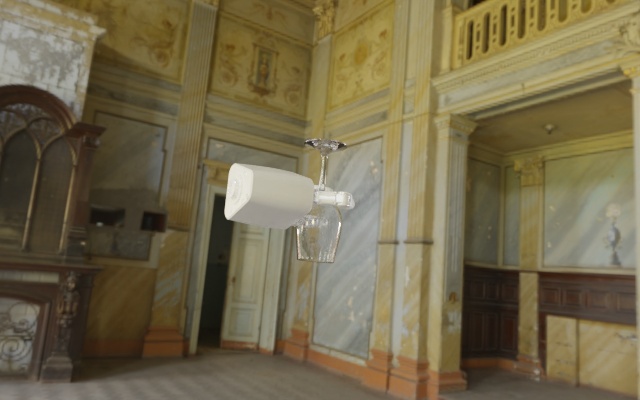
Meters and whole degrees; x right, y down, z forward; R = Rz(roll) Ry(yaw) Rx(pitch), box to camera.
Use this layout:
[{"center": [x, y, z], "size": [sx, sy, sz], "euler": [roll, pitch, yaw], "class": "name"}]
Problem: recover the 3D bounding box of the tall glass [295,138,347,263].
[{"center": [0.000, 0.002, 0.803], "size": [0.079, 0.201, 0.079], "euler": [5, -9, 1], "class": "tall glass"}]
